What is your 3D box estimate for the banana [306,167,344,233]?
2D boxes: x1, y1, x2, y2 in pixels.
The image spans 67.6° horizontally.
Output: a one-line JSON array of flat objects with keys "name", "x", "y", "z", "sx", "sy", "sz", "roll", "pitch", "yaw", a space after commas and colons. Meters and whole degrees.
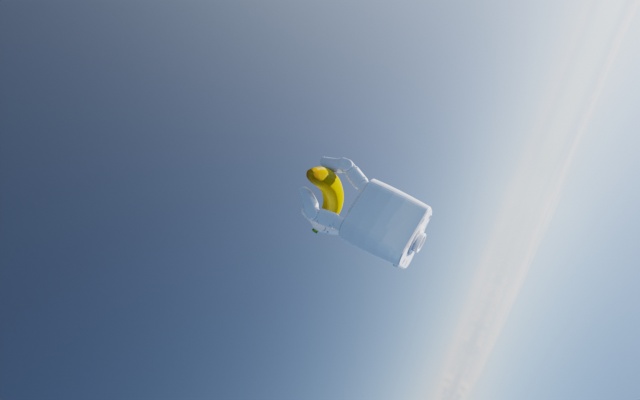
[{"name": "banana", "x": 0.011, "y": -0.008, "z": 0.836, "sx": 0.037, "sy": 0.069, "sz": 0.198, "roll": 31, "pitch": -26, "yaw": 22}]
